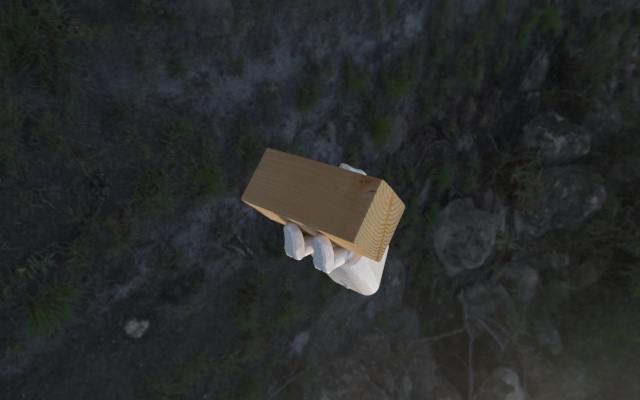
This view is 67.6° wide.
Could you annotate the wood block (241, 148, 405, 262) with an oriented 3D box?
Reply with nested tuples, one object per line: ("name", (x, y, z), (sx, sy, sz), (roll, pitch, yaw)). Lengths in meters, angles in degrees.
("wood block", (0.001, 0.002, 0.679), (0.206, 0.091, 0.090), (18, -13, 36))
